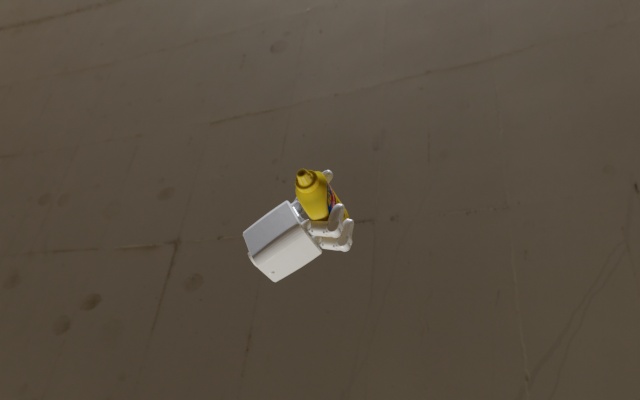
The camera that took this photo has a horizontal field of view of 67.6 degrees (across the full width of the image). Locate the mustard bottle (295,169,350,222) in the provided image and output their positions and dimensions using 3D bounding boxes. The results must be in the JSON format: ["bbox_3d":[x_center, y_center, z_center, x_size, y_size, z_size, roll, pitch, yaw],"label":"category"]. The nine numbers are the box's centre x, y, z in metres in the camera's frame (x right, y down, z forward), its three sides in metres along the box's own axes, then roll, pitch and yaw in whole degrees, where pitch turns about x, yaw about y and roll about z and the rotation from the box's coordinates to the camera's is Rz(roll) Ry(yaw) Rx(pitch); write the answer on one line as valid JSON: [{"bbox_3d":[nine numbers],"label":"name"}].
[{"bbox_3d":[0.001,0.003,0.867,0.058,0.096,0.192,-14,-35,15],"label":"mustard bottle"}]
